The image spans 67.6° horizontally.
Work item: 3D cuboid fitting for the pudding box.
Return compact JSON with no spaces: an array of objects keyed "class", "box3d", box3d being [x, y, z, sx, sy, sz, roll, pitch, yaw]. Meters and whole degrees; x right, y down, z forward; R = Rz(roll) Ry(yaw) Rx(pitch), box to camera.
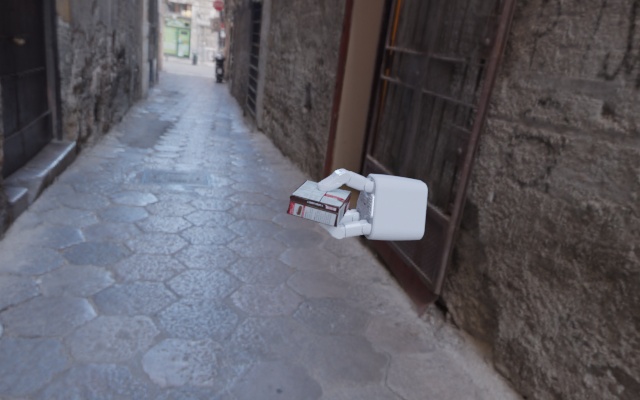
[{"class":"pudding box","box3d":[0.000,0.003,0.835,0.090,0.039,0.113,14,17,9]}]
